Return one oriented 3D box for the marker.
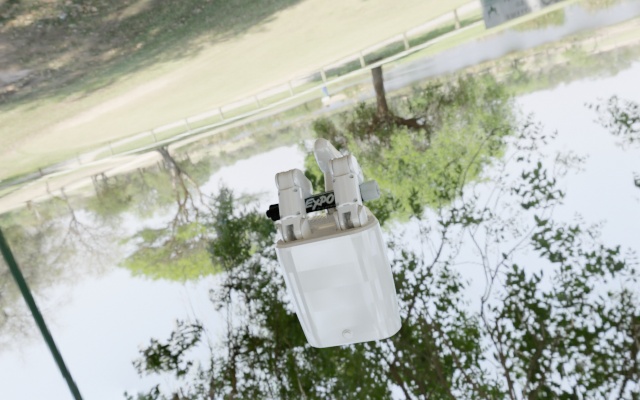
[{"bbox_3d":[0.000,0.002,0.486,0.121,0.020,0.020,-13,-4,17],"label":"marker"}]
